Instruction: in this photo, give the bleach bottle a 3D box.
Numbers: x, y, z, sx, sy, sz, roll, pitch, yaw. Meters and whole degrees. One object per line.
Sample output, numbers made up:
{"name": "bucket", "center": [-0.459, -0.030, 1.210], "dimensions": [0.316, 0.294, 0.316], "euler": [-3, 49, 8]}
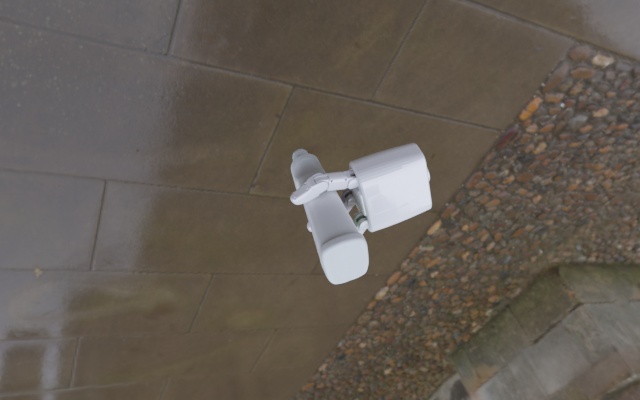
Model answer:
{"name": "bleach bottle", "center": [0.000, 0.003, 0.749], "dimensions": [0.068, 0.250, 0.103], "euler": [-19, -41, -5]}
